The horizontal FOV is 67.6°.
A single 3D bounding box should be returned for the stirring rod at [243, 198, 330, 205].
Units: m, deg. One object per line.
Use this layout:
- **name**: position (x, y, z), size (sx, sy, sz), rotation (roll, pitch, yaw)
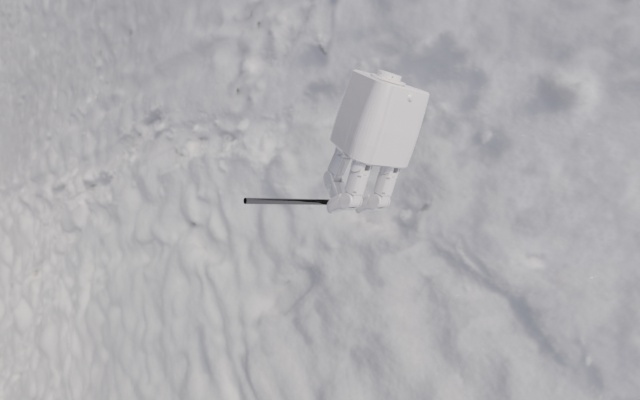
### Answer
- **stirring rod**: position (0.000, 0.002, 0.667), size (0.239, 0.011, 0.011), rotation (1, -1, -39)
